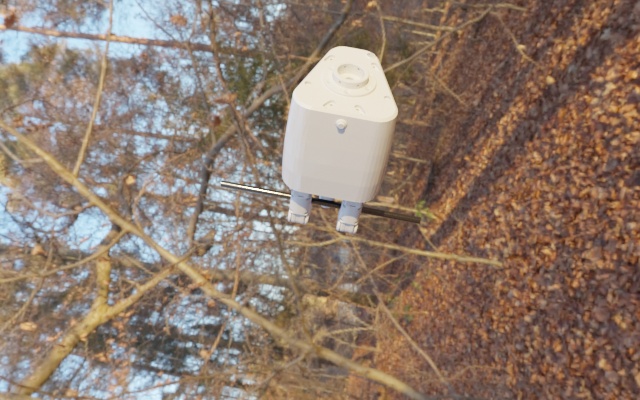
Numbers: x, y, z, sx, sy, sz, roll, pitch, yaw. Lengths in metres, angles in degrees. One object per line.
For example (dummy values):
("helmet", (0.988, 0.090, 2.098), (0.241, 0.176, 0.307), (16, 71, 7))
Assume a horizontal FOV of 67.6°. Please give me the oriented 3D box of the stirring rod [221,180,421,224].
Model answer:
("stirring rod", (0.000, 0.002, 0.569), (0.239, 0.011, 0.011), (11, 0, 1))
